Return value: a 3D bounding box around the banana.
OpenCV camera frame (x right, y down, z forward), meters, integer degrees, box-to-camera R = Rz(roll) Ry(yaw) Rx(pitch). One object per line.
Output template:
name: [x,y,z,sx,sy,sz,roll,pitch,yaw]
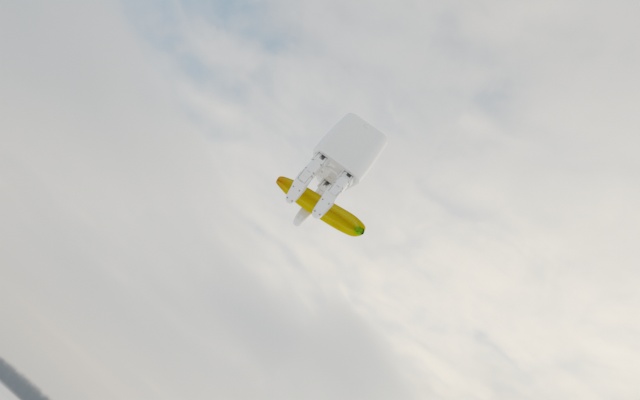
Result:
banana: [0.008,0.013,0.828,0.197,0.037,0.070,30,-16,29]
